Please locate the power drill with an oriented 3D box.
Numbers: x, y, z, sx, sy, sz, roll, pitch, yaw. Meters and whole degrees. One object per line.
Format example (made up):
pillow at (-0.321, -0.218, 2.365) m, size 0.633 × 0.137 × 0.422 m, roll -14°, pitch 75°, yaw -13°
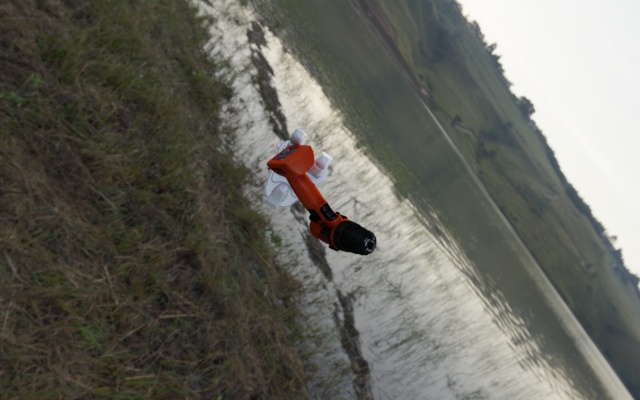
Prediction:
power drill at (0.000, 0.002, 0.762) m, size 0.057 × 0.188 × 0.184 m, roll -38°, pitch 21°, yaw -19°
